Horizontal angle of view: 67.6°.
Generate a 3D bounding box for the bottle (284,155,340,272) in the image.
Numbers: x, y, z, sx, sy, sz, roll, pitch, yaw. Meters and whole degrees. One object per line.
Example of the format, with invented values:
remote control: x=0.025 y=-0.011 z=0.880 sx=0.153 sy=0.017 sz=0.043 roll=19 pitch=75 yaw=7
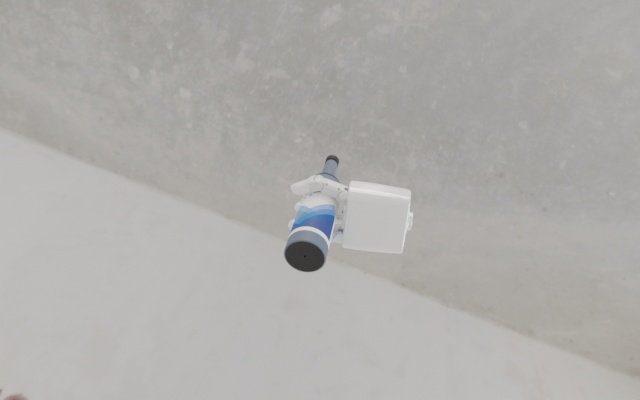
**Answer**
bottle: x=0.000 y=0.003 z=0.851 sx=0.069 sy=0.069 sz=0.295 roll=0 pitch=35 yaw=12
